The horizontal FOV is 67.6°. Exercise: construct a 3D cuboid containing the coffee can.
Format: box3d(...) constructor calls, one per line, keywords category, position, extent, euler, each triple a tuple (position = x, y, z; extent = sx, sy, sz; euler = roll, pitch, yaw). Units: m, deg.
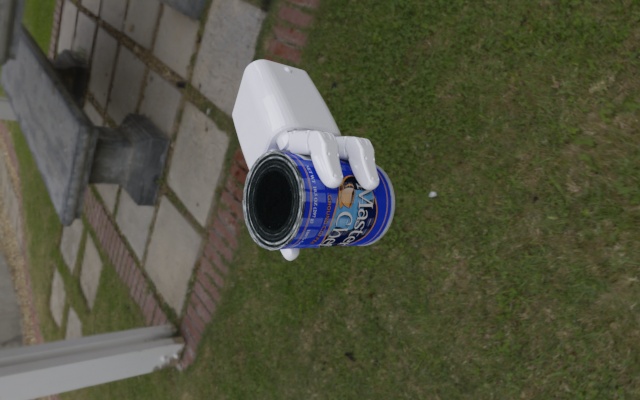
box3d(category="coffee can", position=(0.000, 0.002, 0.535), extent=(0.140, 0.103, 0.103), euler=(2, -1, -43))
